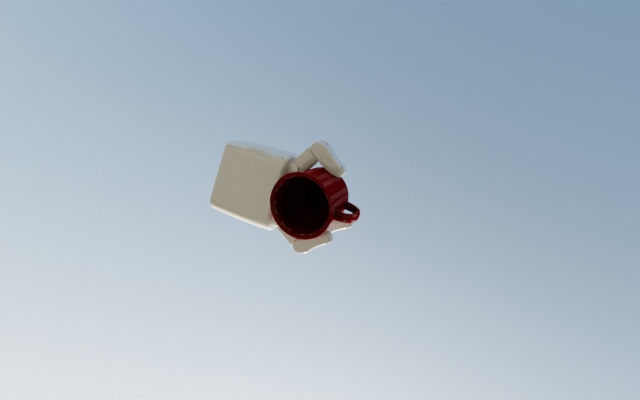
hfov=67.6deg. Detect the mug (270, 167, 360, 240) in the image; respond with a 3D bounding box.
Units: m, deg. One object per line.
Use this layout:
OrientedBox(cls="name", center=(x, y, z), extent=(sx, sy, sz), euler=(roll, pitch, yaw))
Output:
OrientedBox(cls="mug", center=(0.002, 0.002, 0.662), extent=(0.117, 0.093, 0.081), euler=(18, 20, 19))
